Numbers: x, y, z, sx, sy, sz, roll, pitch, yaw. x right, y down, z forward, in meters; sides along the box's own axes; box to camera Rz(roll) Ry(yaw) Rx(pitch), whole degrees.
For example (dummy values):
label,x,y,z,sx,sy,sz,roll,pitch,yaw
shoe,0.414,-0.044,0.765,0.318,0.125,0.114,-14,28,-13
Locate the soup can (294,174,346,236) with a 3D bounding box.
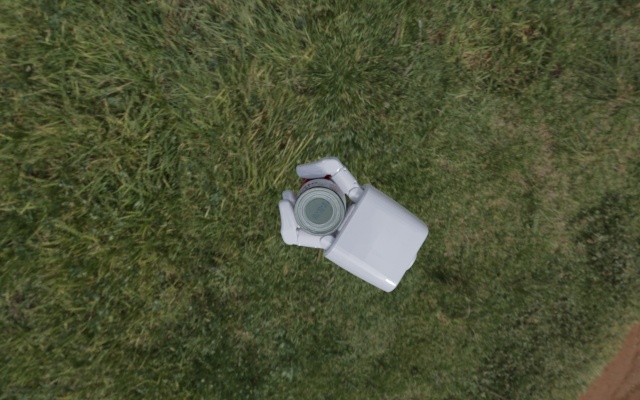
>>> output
label,x,y,z,sx,sy,sz,roll,pitch,yaw
soup can,0.000,0.002,0.653,0.068,0.068,0.102,0,15,2
